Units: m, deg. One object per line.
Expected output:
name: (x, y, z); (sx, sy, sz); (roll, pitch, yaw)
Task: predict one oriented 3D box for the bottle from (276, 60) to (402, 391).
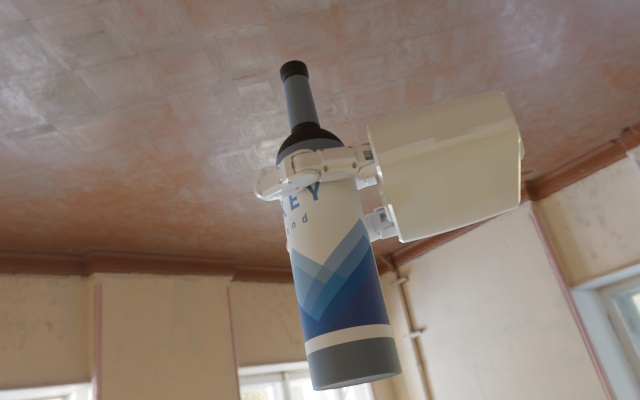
bottle: (0.000, 0.002, 0.408); (0.069, 0.295, 0.069); (-10, -25, -5)
